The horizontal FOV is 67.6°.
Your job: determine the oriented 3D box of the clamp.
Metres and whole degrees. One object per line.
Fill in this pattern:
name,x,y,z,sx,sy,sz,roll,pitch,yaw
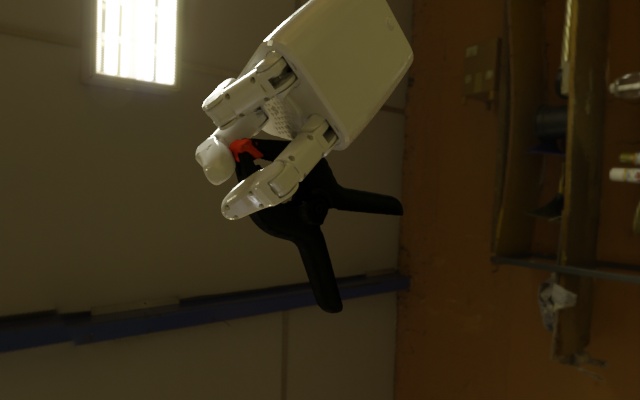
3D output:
clamp,0.000,0.001,0.403,0.039,0.171,0.120,5,49,53
